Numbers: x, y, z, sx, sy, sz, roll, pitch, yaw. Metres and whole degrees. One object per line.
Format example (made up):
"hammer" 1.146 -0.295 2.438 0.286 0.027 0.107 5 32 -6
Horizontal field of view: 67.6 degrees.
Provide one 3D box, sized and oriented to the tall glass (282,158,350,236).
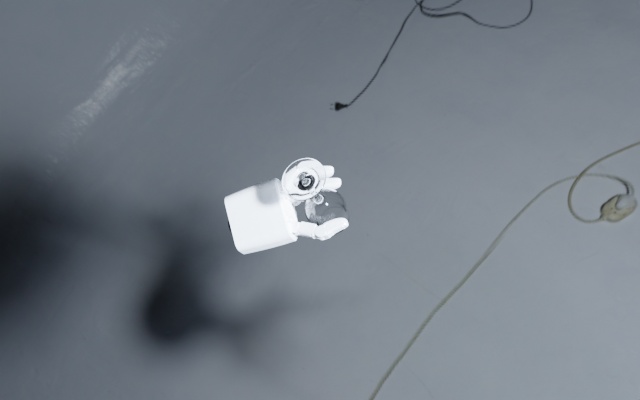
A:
"tall glass" 0.000 0.003 0.844 0.079 0.079 0.201 0 -22 18
